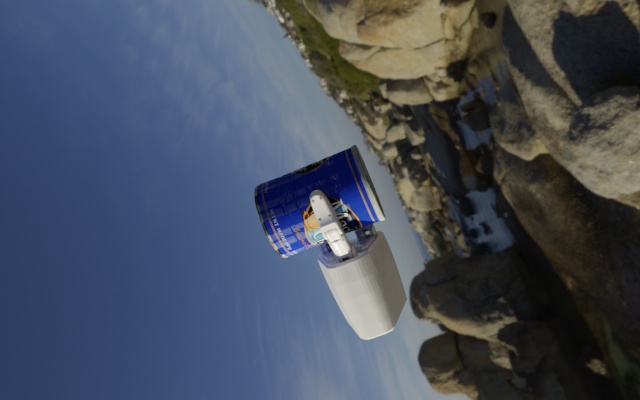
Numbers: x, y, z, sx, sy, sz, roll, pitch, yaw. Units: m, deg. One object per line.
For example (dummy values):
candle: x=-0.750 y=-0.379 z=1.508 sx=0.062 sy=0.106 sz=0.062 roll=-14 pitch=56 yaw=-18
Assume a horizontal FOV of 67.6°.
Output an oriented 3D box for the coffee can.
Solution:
coffee can: x=0.000 y=0.002 z=0.618 sx=0.140 sy=0.103 sz=0.103 roll=-22 pitch=-4 yaw=9
